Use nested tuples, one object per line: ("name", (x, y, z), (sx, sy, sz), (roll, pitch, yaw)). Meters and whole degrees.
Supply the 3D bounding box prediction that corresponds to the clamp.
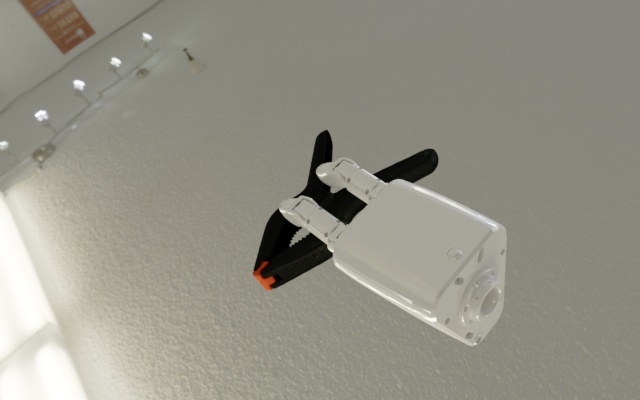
("clamp", (0.000, 0.003, 0.503), (0.164, 0.210, 0.036), (26, -25, 47))
